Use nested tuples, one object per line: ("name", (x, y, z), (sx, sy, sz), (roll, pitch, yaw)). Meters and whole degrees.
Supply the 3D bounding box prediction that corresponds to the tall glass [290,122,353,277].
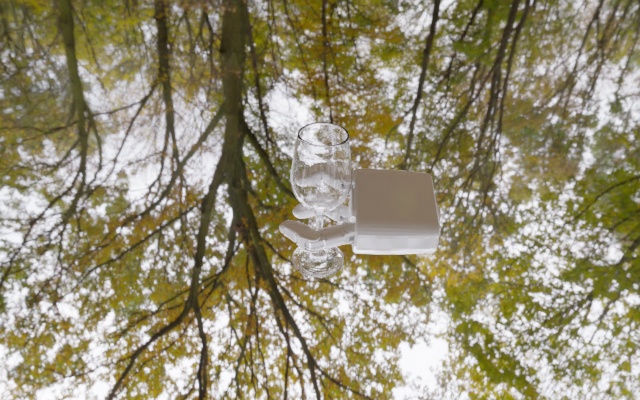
("tall glass", (0.000, 0.003, 0.622), (0.079, 0.201, 0.079), (1, 35, -1))
